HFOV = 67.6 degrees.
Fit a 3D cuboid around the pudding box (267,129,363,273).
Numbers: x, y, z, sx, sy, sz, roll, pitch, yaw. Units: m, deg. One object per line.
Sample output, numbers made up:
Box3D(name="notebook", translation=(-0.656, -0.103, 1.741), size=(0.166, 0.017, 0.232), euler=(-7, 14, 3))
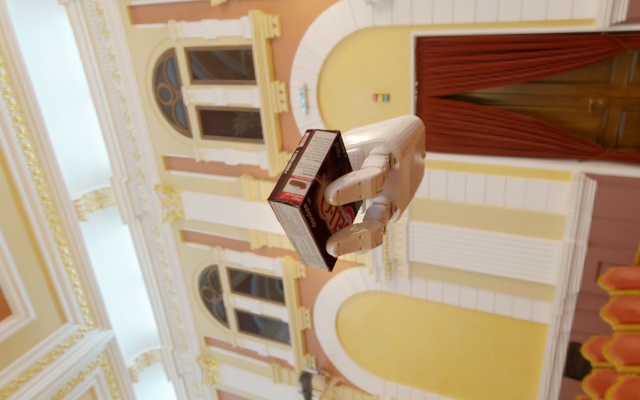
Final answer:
Box3D(name="pudding box", translation=(0.000, 0.001, 0.456), size=(0.039, 0.090, 0.114), euler=(9, -33, 27))
